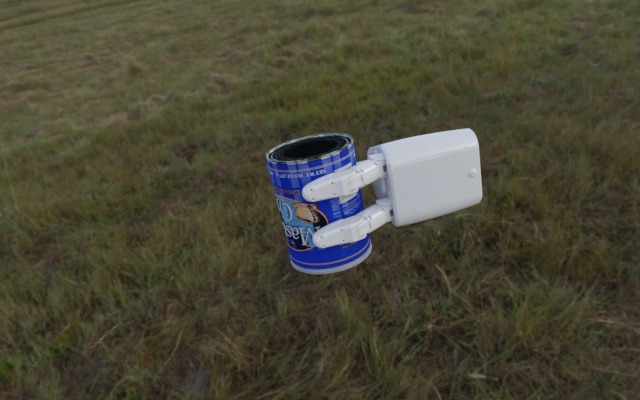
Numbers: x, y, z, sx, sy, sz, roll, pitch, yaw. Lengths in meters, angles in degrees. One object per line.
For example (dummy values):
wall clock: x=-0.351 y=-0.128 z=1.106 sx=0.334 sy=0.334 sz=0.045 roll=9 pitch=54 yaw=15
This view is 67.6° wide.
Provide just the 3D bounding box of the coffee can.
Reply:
coffee can: x=0.000 y=0.002 z=0.570 sx=0.103 sy=0.140 sz=0.102 roll=-10 pitch=21 yaw=4
